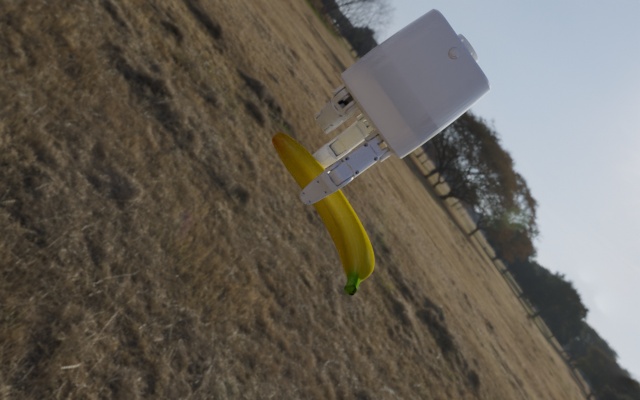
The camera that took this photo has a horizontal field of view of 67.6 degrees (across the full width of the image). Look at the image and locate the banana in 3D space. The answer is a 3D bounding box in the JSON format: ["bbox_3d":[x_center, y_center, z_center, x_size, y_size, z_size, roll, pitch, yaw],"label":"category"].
[{"bbox_3d":[0.009,0.008,0.512,0.037,0.197,0.070,-35,-24,14],"label":"banana"}]
